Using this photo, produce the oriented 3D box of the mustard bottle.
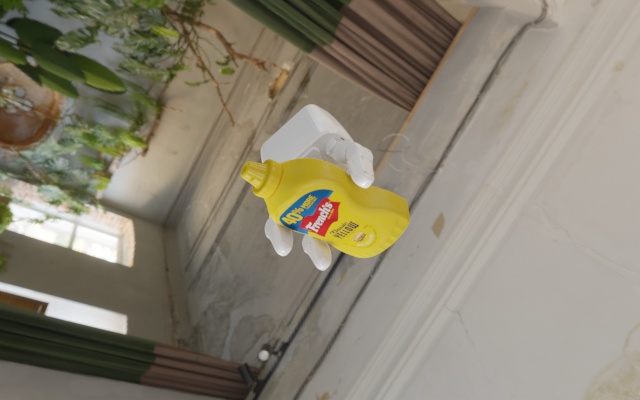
[{"bbox_3d":[0.000,0.002,0.530,0.192,0.058,0.096,25,-45,-28],"label":"mustard bottle"}]
